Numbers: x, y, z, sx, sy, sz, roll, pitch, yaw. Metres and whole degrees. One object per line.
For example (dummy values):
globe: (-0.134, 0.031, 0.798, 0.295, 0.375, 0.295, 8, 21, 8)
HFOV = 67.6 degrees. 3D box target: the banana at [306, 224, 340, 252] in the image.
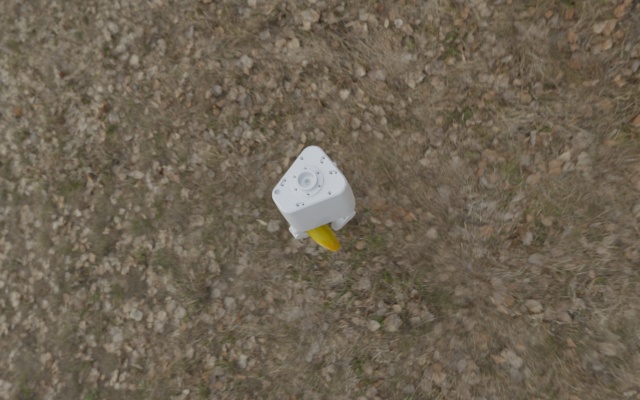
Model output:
banana: (-0.019, 0.003, 0.860, 0.069, 0.197, 0.037, -11, -24, -5)
